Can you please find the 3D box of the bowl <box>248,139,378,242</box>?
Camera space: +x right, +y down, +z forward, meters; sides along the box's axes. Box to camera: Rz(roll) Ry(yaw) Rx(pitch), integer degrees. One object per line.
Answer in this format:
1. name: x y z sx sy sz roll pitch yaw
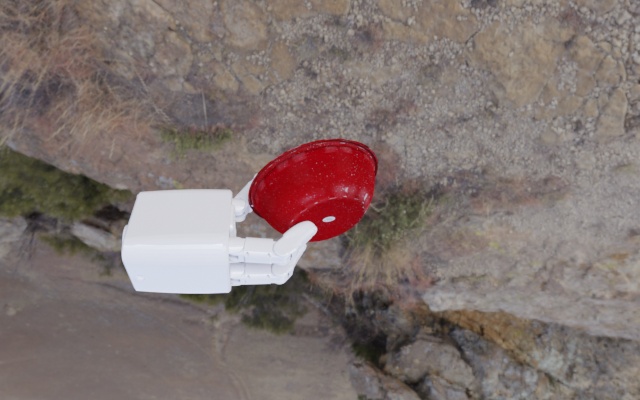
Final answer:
1. bowl: 0.001 0.002 0.557 0.162 0.055 0.162 -15 -32 -9
